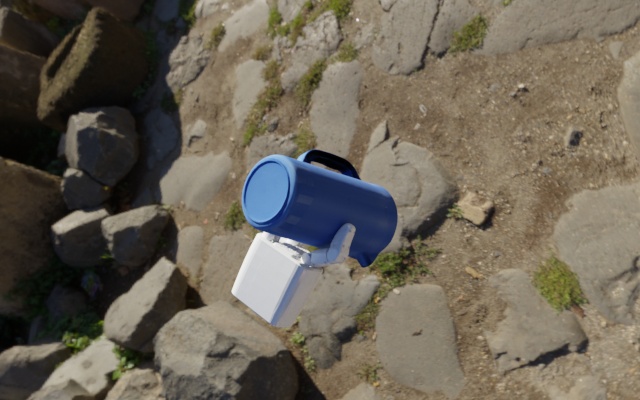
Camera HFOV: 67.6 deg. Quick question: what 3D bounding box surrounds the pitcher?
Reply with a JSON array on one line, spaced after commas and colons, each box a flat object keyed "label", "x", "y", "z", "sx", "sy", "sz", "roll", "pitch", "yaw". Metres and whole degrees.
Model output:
[{"label": "pitcher", "x": 0.000, "y": 0.003, "z": 0.738, "sx": 0.243, "sy": 0.145, "sz": 0.149, "roll": 18, "pitch": 12, "yaw": -48}]
